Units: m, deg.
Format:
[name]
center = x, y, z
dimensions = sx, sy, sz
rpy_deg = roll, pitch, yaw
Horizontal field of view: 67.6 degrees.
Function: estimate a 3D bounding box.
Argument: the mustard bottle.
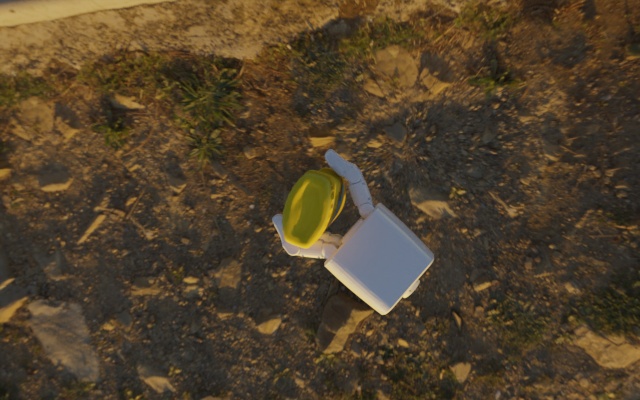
[mustard bottle]
center = 0.000, 0.002, 0.671
dimensions = 0.058, 0.096, 0.191
rpy_deg = 17, 9, 8
